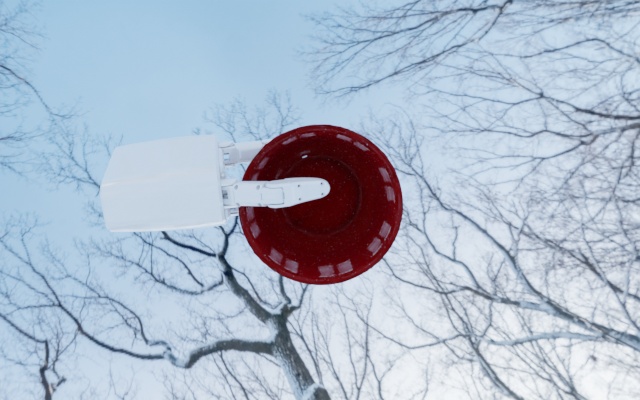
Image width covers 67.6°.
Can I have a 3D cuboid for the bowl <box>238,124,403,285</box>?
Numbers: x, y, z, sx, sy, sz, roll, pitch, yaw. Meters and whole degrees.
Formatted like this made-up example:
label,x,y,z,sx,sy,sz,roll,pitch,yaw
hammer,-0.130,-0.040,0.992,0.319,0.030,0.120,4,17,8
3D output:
label,x,y,z,sx,sy,sz,roll,pitch,yaw
bowl,0.001,0.002,0.490,0.162,0.162,0.055,0,13,0
